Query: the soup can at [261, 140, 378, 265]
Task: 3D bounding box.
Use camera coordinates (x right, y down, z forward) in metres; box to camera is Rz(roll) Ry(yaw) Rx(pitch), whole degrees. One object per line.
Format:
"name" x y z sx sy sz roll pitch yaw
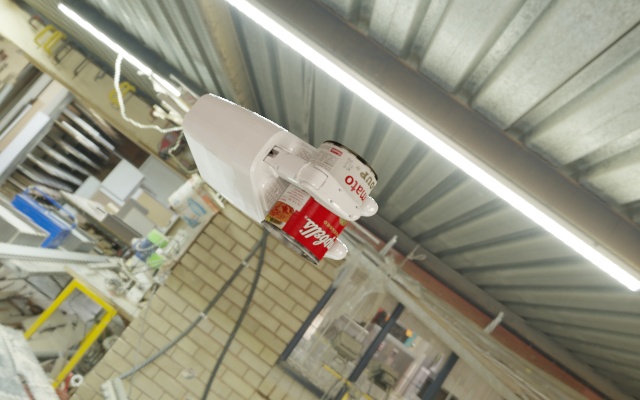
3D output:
"soup can" 0.001 0.001 0.460 0.068 0.102 0.068 35 -11 8
